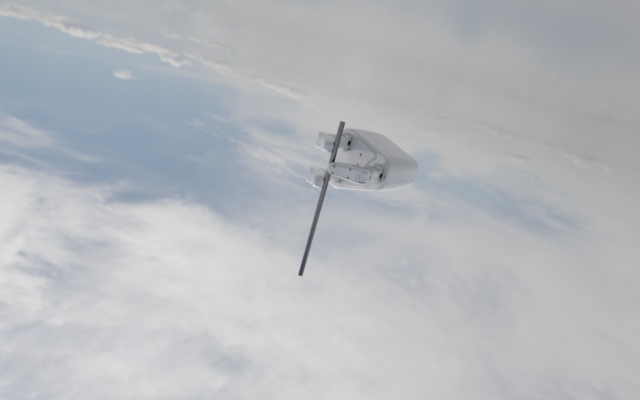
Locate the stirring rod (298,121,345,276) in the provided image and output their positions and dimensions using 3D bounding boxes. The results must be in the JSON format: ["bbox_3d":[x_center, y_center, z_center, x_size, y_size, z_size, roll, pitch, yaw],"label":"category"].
[{"bbox_3d":[0.000,0.002,0.696,0.011,0.239,0.011,14,16,-4],"label":"stirring rod"}]
